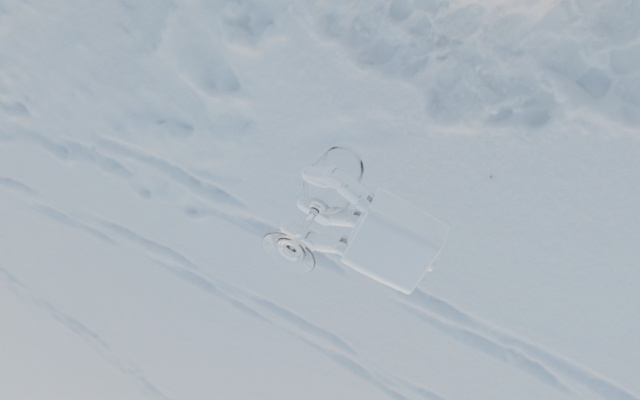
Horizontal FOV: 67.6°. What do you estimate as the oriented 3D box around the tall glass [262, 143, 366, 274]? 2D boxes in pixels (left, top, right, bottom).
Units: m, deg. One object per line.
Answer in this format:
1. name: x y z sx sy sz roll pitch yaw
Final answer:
1. tall glass: 0.000 0.003 0.661 0.079 0.079 0.201 0 41 32
